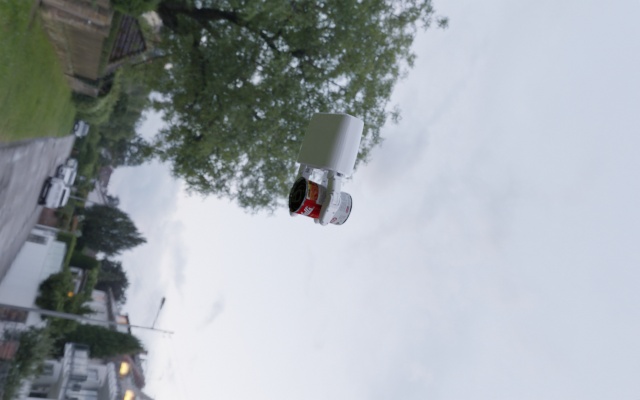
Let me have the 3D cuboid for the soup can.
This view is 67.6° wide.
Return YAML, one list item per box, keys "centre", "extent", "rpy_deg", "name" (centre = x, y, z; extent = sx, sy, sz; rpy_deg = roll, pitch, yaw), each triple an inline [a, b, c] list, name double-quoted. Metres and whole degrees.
- centre: [0.000, 0.003, 0.893]
  extent: [0.102, 0.068, 0.068]
  rpy_deg: [18, -8, -27]
  name: "soup can"
